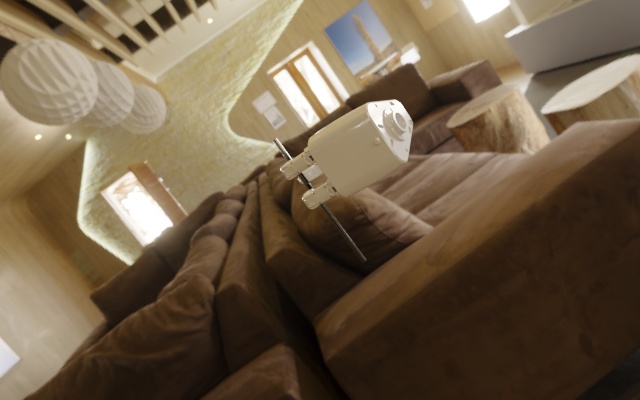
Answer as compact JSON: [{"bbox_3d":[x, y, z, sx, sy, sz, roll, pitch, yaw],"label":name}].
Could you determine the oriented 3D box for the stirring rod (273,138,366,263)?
[{"bbox_3d":[0.000,0.002,0.749,0.011,0.239,0.011,-35,10,7],"label":"stirring rod"}]
